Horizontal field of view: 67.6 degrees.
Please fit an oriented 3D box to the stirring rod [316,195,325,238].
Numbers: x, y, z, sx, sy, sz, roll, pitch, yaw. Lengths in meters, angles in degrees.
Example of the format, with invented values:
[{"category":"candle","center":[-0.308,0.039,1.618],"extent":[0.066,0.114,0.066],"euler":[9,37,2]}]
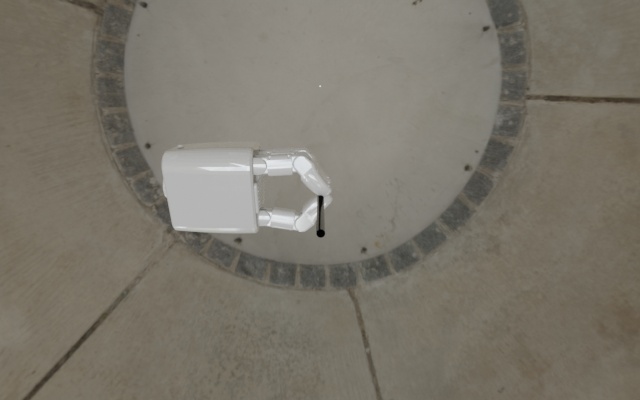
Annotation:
[{"category":"stirring rod","center":[0.000,0.002,0.548],"extent":[0.011,0.011,0.239],"euler":[0,13,0]}]
